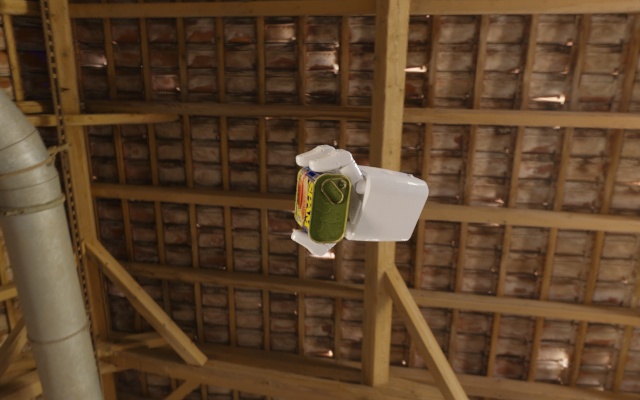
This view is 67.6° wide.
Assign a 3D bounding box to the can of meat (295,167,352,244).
[{"bbox_3d":[0.000,0.002,0.708,0.057,0.102,0.084,1,14,-20],"label":"can of meat"}]
